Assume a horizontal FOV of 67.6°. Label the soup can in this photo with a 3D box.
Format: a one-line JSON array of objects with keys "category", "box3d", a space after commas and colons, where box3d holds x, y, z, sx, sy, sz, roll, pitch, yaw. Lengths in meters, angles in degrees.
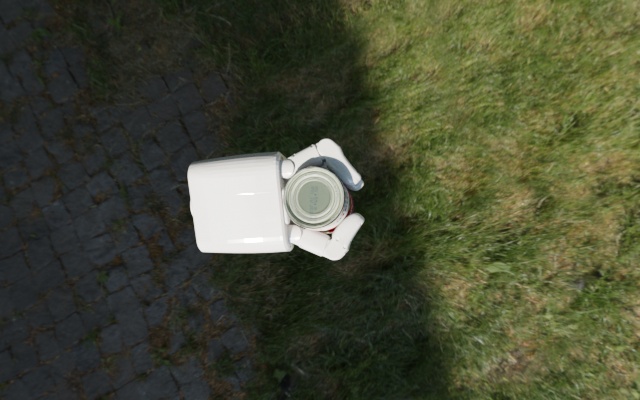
[{"category": "soup can", "box3d": [0.001, 0.002, 0.545, 0.068, 0.068, 0.102, 0, -6, 9]}]
